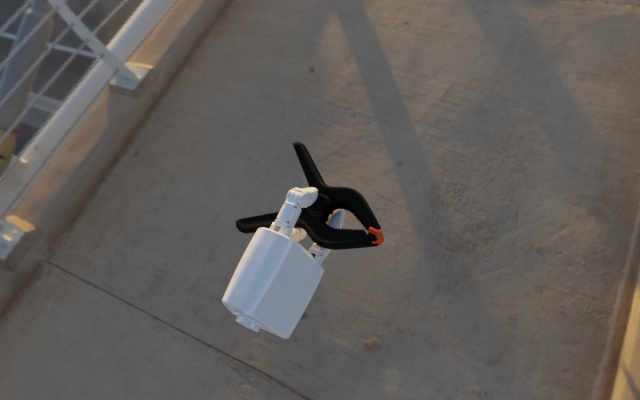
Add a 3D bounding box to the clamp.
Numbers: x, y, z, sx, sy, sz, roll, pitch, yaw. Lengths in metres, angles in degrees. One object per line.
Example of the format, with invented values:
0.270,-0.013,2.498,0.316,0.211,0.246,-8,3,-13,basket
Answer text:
0.000,0.002,0.681,0.210,0.164,0.036,18,-21,24,clamp
